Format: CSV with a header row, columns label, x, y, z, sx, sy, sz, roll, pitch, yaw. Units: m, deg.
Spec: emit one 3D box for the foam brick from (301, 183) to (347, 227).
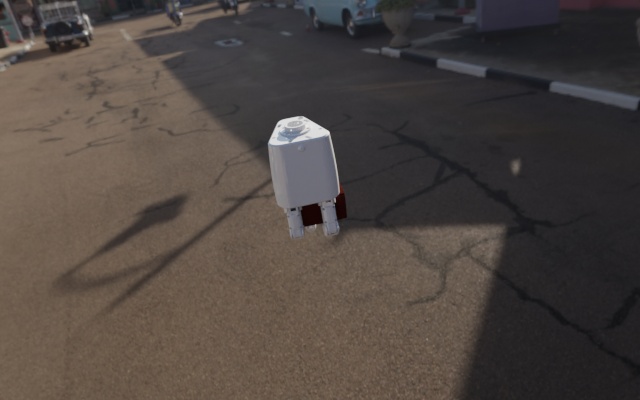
label,x,y,z,sx,sy,sz,roll,pitch,yaw
foam brick,0.000,0.003,0.791,0.078,0.051,0.053,-12,34,-7
